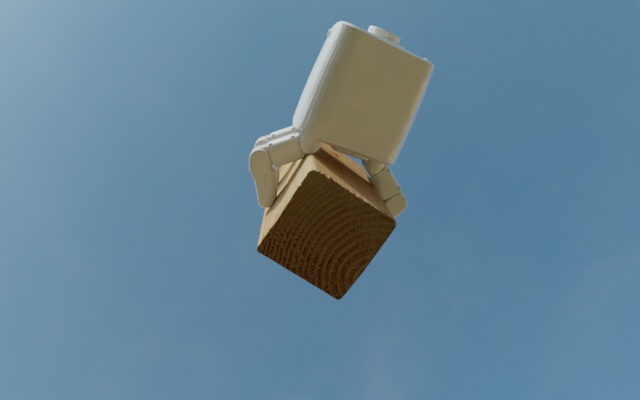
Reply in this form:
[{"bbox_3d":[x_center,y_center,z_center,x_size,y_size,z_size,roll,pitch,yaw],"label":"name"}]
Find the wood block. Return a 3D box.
[{"bbox_3d":[0.001,0.001,0.501,0.091,0.090,0.206,32,13,-11],"label":"wood block"}]
